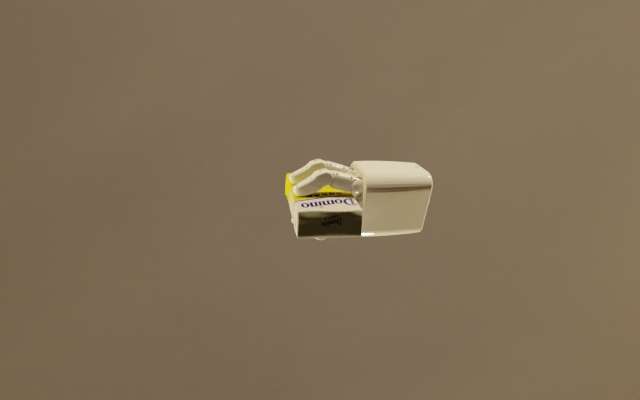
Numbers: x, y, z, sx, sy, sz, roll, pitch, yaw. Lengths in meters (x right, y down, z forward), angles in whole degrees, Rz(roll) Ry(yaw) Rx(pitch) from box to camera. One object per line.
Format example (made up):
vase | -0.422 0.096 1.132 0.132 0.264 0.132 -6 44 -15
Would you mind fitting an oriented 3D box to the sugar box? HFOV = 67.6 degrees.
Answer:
sugar box | 0.000 0.002 0.725 0.093 0.048 0.176 -1 18 -10
